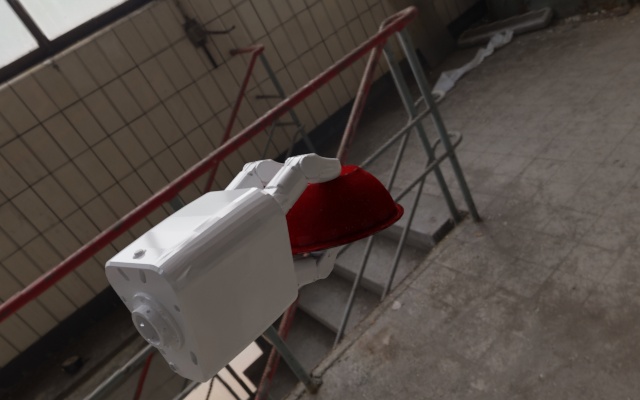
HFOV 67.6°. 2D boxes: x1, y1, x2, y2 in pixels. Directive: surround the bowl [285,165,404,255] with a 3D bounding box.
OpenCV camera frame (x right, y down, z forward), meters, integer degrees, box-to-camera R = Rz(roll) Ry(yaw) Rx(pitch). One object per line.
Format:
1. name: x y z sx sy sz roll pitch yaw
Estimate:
1. bowl: 0.001 0.001 0.486 0.162 0.055 0.162 -13 10 2
